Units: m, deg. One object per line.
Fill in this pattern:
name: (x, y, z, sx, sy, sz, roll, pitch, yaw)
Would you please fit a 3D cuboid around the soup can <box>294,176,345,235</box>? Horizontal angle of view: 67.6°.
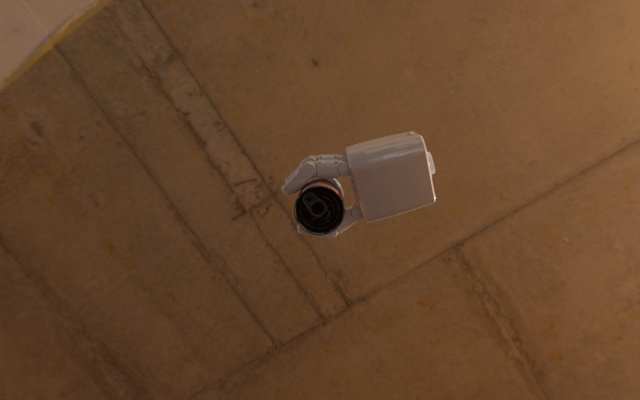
soup can: (0.000, 0.002, 0.681, 0.068, 0.068, 0.102, 0, 13, 2)
